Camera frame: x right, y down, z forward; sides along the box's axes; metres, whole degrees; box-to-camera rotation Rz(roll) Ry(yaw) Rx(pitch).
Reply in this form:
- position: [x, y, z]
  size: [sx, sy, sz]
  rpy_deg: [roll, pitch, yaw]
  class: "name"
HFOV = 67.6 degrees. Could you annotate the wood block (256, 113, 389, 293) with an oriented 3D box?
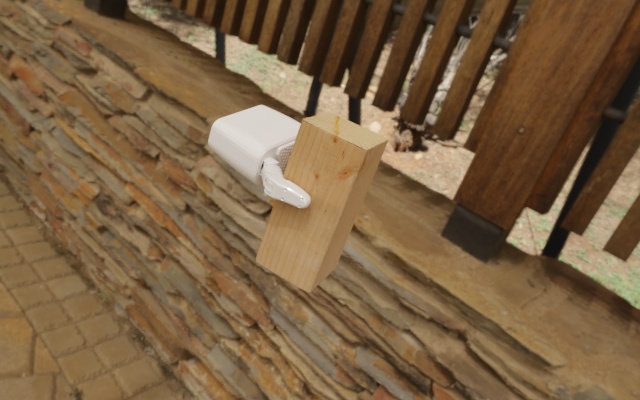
- position: [0.000, 0.002, 0.624]
  size: [0.090, 0.206, 0.091]
  rpy_deg: [28, 25, 17]
  class: "wood block"
